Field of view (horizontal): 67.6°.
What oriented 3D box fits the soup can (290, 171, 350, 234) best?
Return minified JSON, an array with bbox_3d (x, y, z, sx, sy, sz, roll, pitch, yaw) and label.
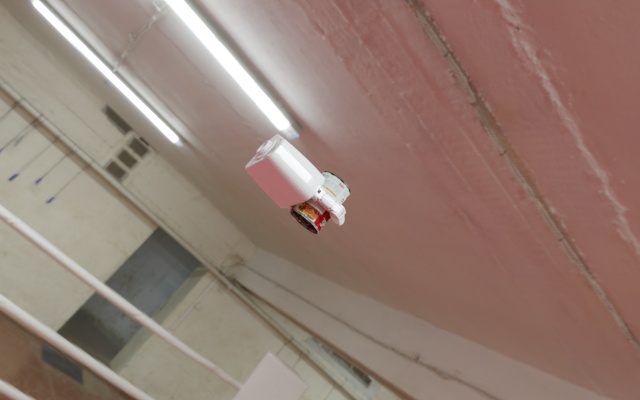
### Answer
[{"bbox_3d":[0.001,0.003,0.900,0.068,0.102,0.068,36,-16,13],"label":"soup can"}]
